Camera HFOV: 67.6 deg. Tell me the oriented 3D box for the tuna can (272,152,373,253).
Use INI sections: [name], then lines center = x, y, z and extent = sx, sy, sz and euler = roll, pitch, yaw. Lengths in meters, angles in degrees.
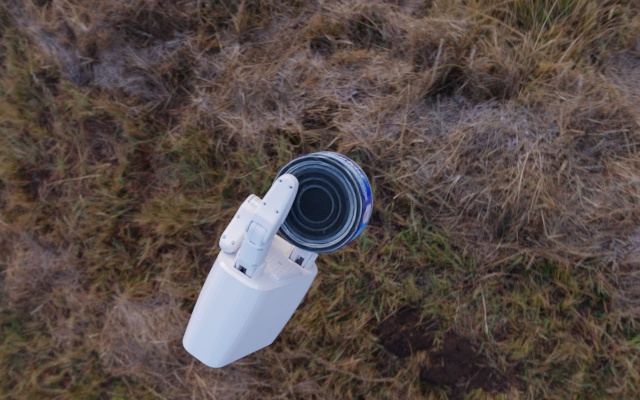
[tuna can]
center = 0.000, 0.001, 0.411
extent = 0.086, 0.086, 0.033
euler = 0, 8, 20
